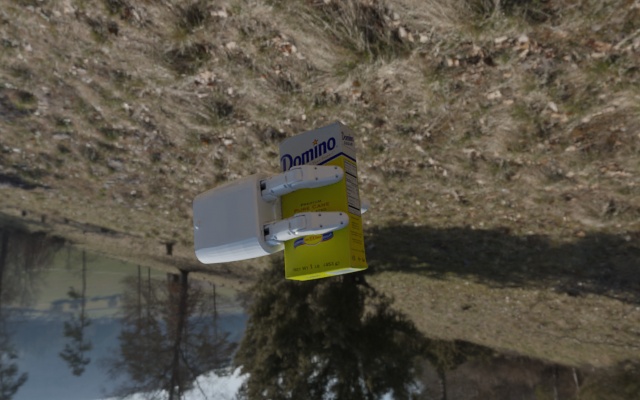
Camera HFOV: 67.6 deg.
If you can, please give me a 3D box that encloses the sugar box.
[{"bbox_3d":[0.000,0.002,0.576,0.093,0.176,0.048,-14,-17,29],"label":"sugar box"}]
